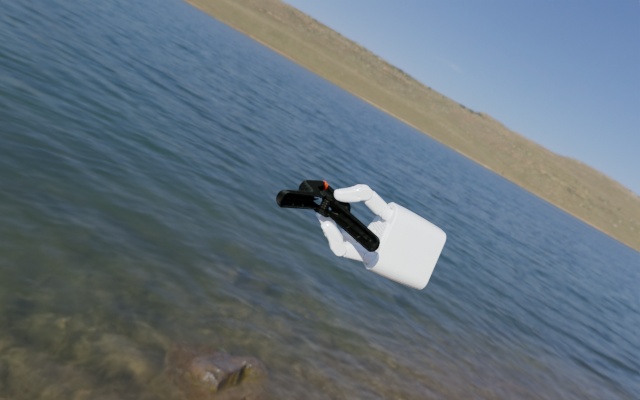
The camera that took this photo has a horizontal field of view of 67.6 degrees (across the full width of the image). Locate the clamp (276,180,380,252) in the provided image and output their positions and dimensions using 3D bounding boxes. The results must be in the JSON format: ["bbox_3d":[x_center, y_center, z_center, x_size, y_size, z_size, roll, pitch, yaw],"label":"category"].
[{"bbox_3d":[0.001,0.002,0.758,0.164,0.036,0.210,27,13,-16],"label":"clamp"}]
